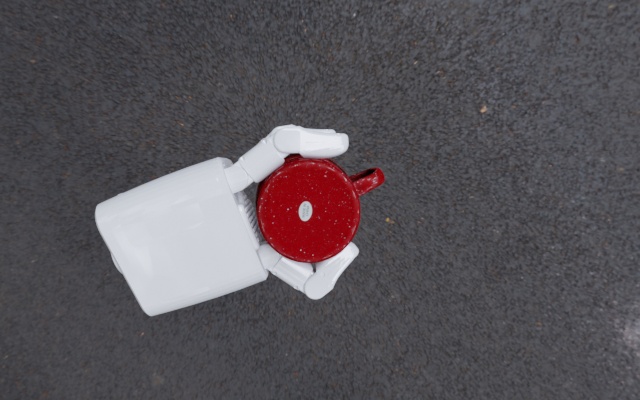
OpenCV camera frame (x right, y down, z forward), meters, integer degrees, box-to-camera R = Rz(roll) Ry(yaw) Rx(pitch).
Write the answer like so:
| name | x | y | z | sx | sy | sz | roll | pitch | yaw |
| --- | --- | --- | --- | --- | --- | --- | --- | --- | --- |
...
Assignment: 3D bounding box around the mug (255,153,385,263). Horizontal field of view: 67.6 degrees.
| name | x | y | z | sx | sy | sz | roll | pitch | yaw |
| --- | --- | --- | --- | --- | --- | --- | --- | --- | --- |
| mug | 0.001 | 0.001 | 0.405 | 0.117 | 0.093 | 0.081 | -21 | 7 | -1 |
